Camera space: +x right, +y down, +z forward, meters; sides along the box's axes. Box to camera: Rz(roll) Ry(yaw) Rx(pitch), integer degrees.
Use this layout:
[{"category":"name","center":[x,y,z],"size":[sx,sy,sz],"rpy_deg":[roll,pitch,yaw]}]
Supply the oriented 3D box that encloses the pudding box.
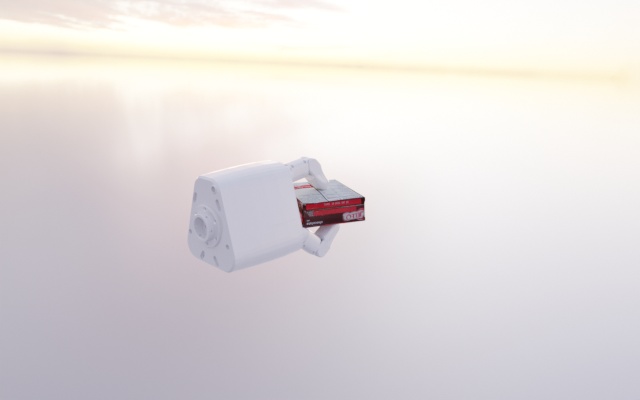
[{"category":"pudding box","center":[0.000,0.002,0.663],"size":[0.090,0.039,0.113],"rpy_deg":[-5,19,-19]}]
